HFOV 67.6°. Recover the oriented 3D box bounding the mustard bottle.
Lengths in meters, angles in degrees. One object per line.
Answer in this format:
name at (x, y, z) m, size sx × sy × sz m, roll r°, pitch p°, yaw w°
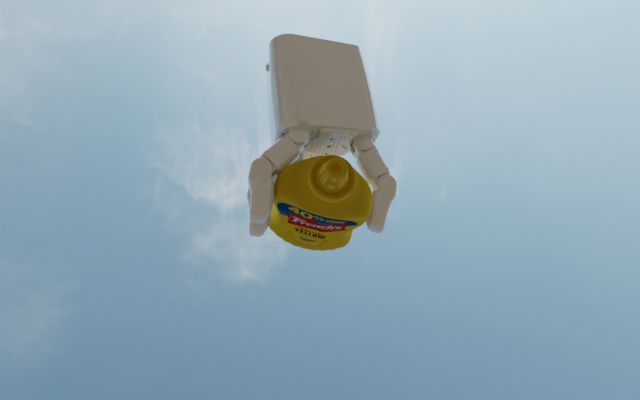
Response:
mustard bottle at (0.000, 0.002, 0.476) m, size 0.096 × 0.058 × 0.192 m, roll 17°, pitch -20°, yaw -3°
